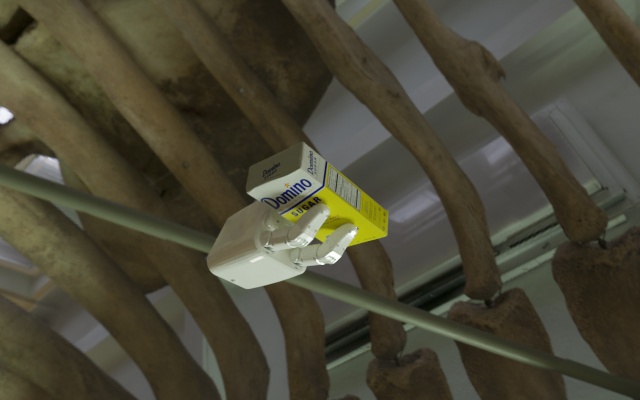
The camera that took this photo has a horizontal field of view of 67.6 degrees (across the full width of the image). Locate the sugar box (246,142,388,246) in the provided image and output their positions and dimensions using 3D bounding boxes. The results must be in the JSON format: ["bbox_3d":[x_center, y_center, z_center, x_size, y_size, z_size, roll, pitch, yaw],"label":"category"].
[{"bbox_3d":[0.000,0.003,0.606,0.093,0.048,0.176,-21,-39,36],"label":"sugar box"}]
